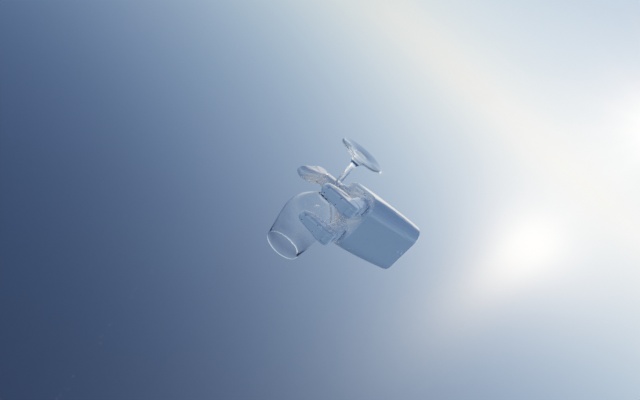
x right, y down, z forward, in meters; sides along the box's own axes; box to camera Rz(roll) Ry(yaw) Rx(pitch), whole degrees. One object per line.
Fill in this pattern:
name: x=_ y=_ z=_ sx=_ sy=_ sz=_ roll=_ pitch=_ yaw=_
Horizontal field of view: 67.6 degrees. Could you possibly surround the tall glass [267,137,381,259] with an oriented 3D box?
tall glass: x=0.000 y=0.002 z=0.734 sx=0.201 sy=0.079 sz=0.079 roll=-48 pitch=-22 yaw=21
